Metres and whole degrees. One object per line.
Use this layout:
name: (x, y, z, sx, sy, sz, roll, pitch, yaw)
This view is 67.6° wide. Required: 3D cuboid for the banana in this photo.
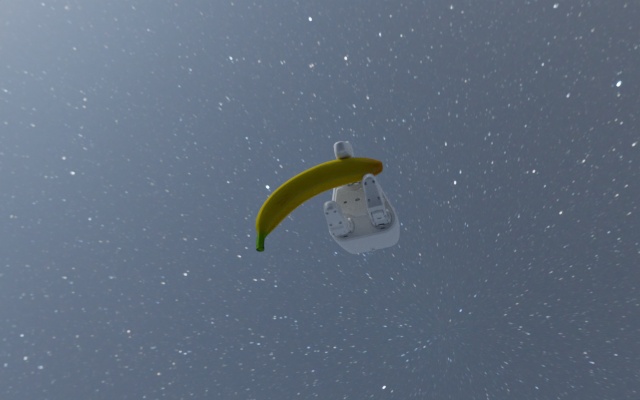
banana: (-0.013, -0.010, 0.635, 0.198, 0.069, 0.037, -35, -25, -3)
